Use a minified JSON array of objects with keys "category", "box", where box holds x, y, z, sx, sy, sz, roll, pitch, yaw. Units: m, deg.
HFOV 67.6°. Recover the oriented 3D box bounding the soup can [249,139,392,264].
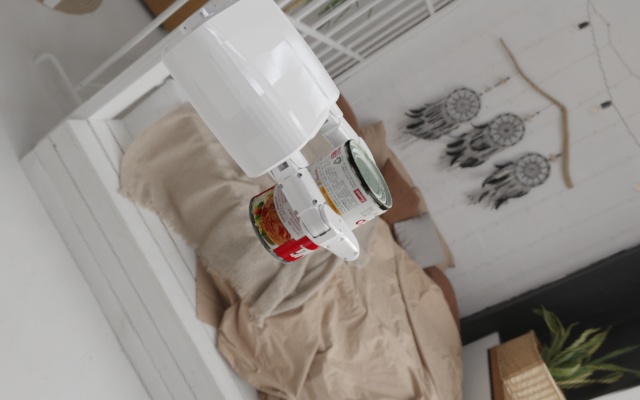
[{"category":"soup can","box":[0.001,0.002,0.404,0.102,0.068,0.068,-30,-11,20]}]
